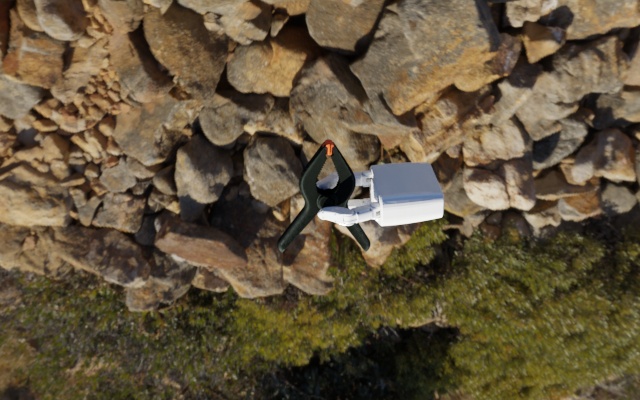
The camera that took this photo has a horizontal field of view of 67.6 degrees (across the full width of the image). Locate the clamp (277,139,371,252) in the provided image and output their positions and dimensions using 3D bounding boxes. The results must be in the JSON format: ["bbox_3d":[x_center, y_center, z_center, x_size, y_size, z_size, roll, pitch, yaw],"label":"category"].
[{"bbox_3d":[0.000,0.002,0.806,0.164,0.210,0.036,-7,25,-4],"label":"clamp"}]
